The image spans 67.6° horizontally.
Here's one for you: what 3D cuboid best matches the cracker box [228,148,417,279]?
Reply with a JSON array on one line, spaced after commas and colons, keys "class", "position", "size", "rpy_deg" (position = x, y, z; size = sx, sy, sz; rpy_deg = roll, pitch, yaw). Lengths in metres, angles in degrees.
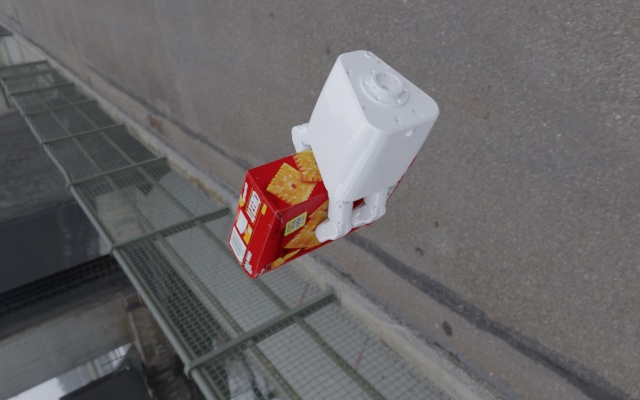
[{"class": "cracker box", "position": [0.000, 0.002, 0.609], "size": [0.213, 0.072, 0.164], "rpy_deg": [-22, -25, -31]}]
